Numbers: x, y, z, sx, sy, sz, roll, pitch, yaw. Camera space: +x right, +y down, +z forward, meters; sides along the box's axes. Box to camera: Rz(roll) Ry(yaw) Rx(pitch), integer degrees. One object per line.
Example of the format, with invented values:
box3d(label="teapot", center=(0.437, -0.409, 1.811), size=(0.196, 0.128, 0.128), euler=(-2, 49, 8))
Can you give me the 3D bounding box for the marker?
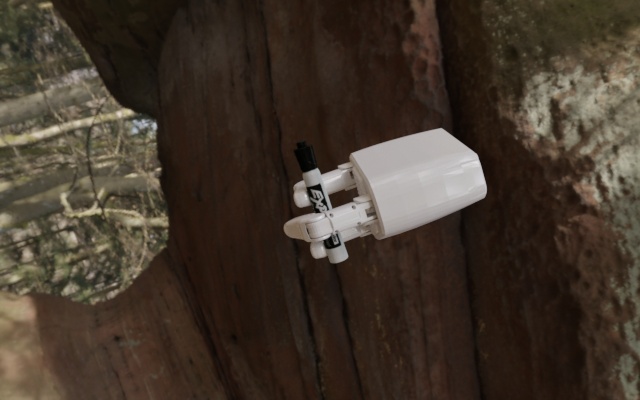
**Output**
box3d(label="marker", center=(0.000, 0.002, 0.458), size=(0.020, 0.121, 0.020), euler=(-18, 10, 3))
